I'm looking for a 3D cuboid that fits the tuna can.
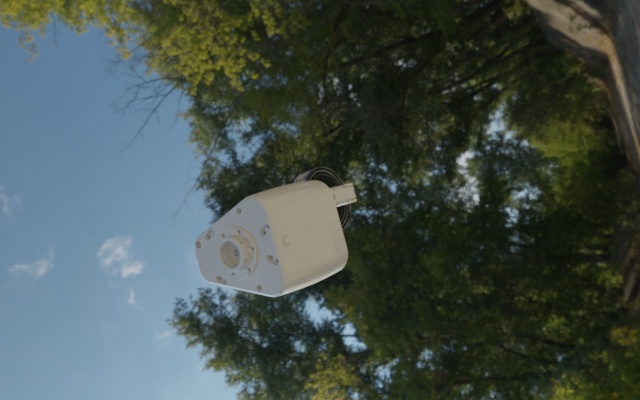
[{"bbox_3d":[0.000,0.002,0.601,0.034,0.086,0.086,-19,-12,36],"label":"tuna can"}]
